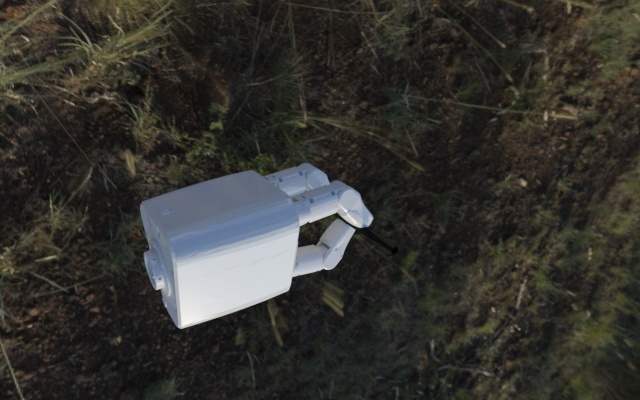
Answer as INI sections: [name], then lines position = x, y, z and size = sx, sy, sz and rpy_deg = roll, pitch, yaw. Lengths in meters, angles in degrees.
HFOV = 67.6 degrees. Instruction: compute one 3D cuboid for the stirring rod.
[stirring rod]
position = 0.000, 0.002, 0.513
size = 0.011, 0.011, 0.239
rpy_deg = 0, 21, -36
